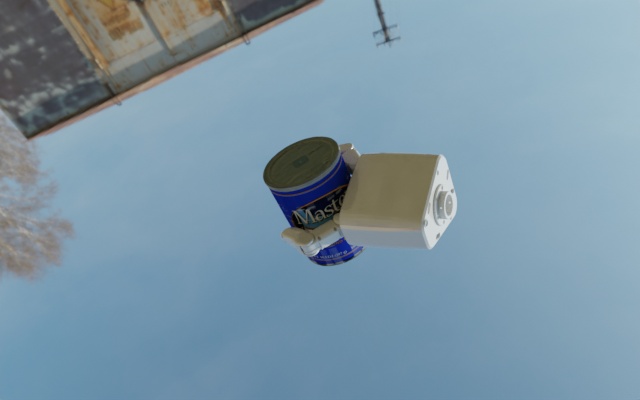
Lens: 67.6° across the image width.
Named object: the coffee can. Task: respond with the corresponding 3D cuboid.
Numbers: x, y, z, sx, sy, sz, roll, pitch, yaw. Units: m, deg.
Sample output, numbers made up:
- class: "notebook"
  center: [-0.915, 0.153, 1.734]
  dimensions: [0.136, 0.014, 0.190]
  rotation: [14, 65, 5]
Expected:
- class: "coffee can"
  center: [0.000, 0.002, 0.630]
  dimensions: [0.103, 0.140, 0.102]
  rotation: [-17, 36, 13]
